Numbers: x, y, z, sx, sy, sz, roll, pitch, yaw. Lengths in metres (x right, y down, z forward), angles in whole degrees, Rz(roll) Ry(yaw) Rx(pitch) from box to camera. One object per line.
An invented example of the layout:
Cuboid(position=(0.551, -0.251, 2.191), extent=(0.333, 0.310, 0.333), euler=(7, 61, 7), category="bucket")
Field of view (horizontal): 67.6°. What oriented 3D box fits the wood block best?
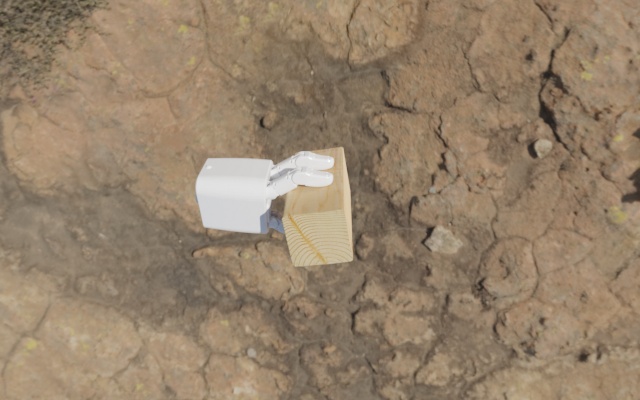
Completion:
Cuboid(position=(0.000, 0.003, 0.756), extent=(0.090, 0.091, 0.206), euler=(-7, 30, 6), category="wood block")
